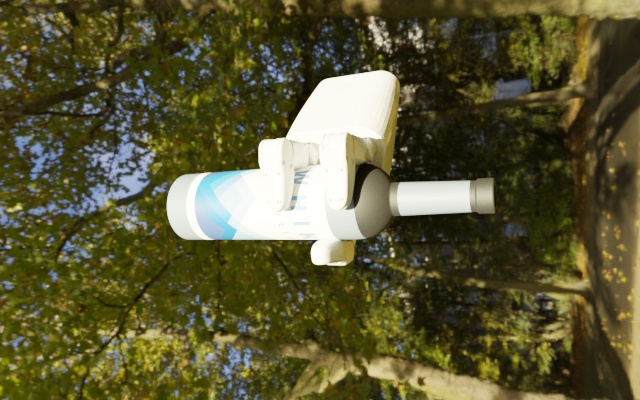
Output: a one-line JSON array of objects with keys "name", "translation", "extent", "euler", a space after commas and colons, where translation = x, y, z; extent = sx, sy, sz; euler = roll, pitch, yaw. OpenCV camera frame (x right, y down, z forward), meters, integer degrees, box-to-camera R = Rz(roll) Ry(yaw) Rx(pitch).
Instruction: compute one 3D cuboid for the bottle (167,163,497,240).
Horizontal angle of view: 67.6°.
[{"name": "bottle", "translation": [0.000, 0.001, 0.427], "extent": [0.296, 0.069, 0.069], "euler": [-2, -1, 24]}]
